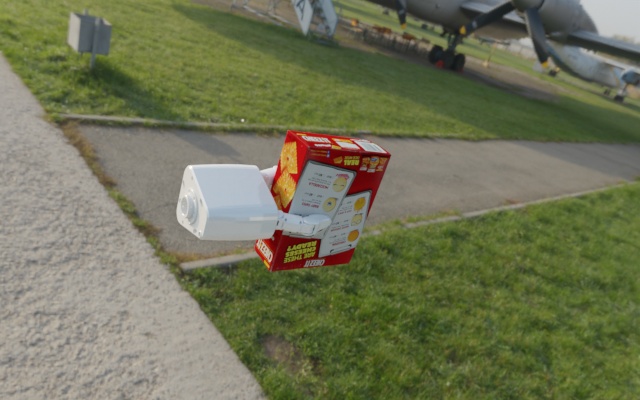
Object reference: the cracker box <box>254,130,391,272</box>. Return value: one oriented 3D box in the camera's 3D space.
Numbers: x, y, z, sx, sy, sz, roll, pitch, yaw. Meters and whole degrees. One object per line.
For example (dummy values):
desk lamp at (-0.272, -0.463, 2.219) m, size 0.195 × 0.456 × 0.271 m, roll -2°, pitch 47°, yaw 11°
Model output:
cracker box at (0.000, 0.002, 0.766) m, size 0.164 × 0.214 × 0.072 m, roll 0°, pitch 30°, yaw -36°
